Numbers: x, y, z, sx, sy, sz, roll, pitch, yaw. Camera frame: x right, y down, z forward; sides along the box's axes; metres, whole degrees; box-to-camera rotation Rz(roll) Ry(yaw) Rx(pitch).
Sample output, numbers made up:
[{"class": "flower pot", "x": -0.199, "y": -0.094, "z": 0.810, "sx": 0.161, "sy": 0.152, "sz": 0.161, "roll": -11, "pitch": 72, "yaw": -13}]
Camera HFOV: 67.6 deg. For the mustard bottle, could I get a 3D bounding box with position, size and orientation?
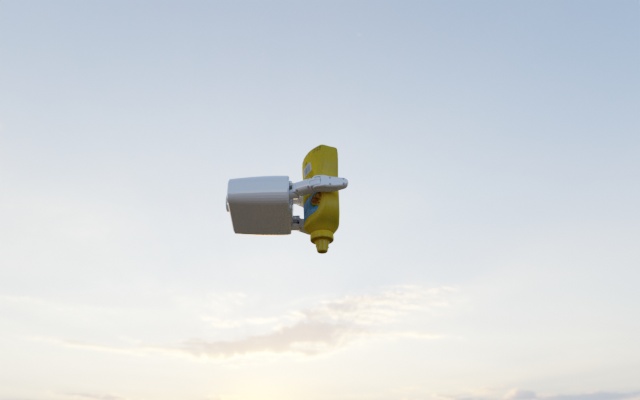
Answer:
[{"class": "mustard bottle", "x": 0.000, "y": 0.003, "z": 0.847, "sx": 0.058, "sy": 0.191, "sz": 0.096, "roll": 12, "pitch": -31, "yaw": -23}]
